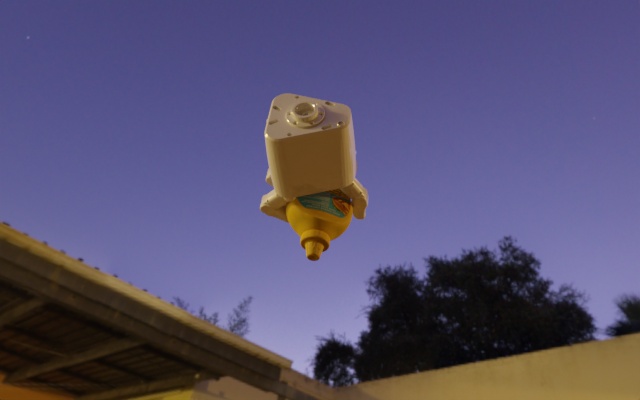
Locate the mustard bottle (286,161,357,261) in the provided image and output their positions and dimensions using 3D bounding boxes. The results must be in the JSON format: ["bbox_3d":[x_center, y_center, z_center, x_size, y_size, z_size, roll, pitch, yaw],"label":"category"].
[{"bbox_3d":[0.000,0.002,0.697,0.096,0.191,0.058,17,-40,-12],"label":"mustard bottle"}]
